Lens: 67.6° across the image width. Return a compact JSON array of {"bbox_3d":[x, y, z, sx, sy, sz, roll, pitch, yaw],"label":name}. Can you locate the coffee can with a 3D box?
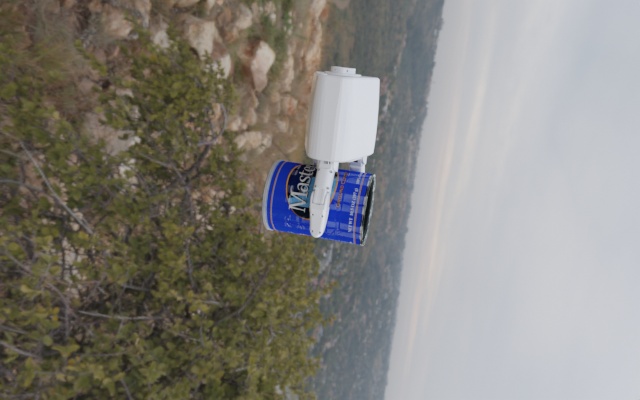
[{"bbox_3d":[0.000,0.002,0.676,0.140,0.103,0.103,9,2,11],"label":"coffee can"}]
